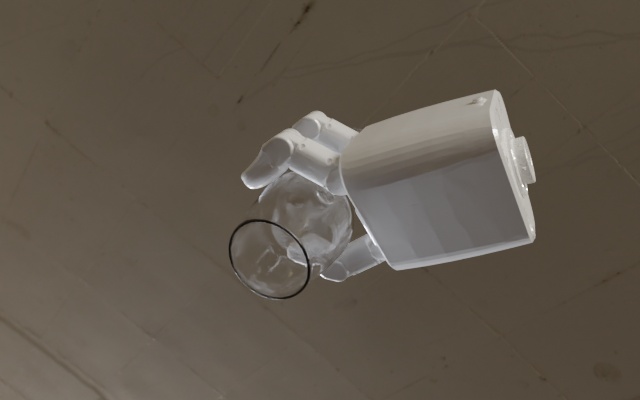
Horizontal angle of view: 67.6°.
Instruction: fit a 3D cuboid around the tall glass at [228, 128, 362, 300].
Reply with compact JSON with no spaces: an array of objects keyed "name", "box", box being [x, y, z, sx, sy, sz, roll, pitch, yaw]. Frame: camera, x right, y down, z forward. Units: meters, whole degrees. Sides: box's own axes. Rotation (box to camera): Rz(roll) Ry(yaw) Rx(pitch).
[{"name":"tall glass","box":[0.000,0.001,0.404,0.079,0.079,0.201,0,24,23]}]
